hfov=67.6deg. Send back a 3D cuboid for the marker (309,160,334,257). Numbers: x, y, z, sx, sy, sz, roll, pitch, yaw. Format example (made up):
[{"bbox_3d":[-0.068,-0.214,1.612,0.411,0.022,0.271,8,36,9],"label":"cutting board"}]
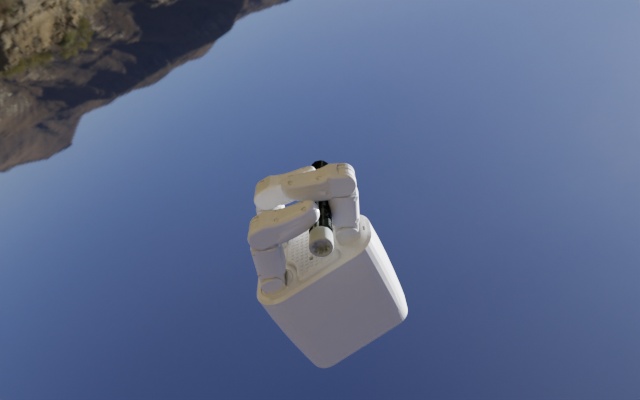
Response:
[{"bbox_3d":[0.000,0.001,0.405,0.020,0.020,0.121,0,35,-1],"label":"marker"}]
